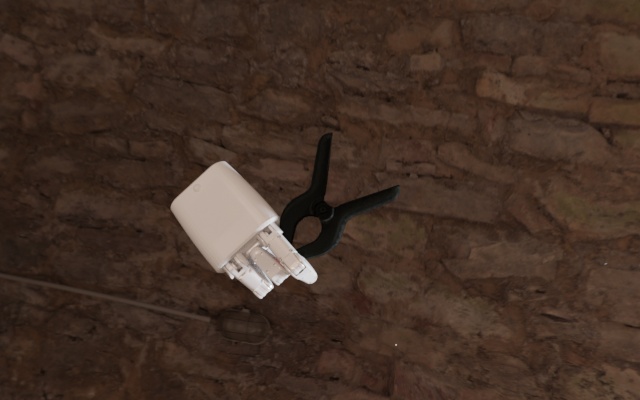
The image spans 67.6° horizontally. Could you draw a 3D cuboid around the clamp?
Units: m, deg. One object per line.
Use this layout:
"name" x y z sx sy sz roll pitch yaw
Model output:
"clamp" 0.000 0.002 0.593 0.171 0.120 0.039 -42 -12 -5
